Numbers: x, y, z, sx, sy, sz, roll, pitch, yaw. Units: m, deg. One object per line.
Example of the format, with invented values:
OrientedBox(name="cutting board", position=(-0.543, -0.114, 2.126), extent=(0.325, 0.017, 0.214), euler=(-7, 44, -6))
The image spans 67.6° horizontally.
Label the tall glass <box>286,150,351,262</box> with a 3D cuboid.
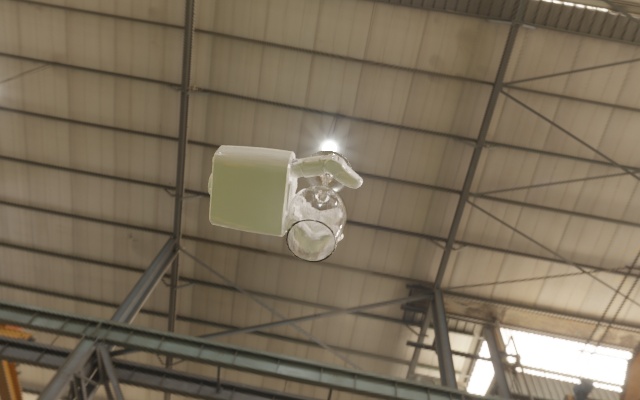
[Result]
OrientedBox(name="tall glass", position=(0.000, 0.002, 0.660), extent=(0.079, 0.079, 0.201), euler=(0, 28, 7))
